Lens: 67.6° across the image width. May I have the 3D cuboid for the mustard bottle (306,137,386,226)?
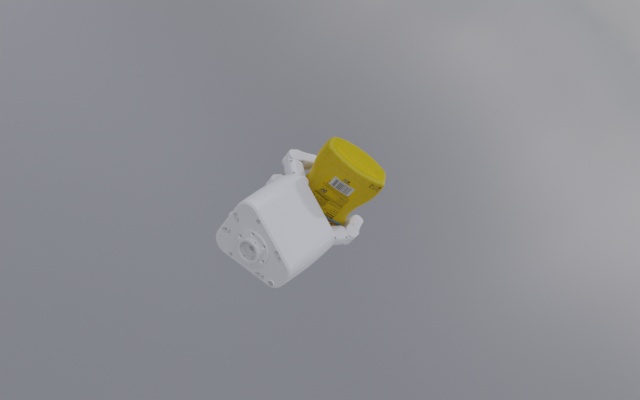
[{"bbox_3d":[0.000,0.002,0.688,0.096,0.058,0.192,33,-53,-13],"label":"mustard bottle"}]
